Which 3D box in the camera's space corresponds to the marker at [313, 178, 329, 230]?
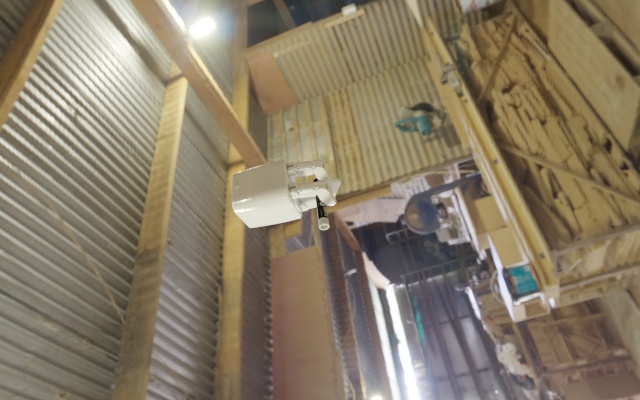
[{"bbox_3d":[0.000,0.003,0.884,0.020,0.121,0.020,-5,-42,-4],"label":"marker"}]
